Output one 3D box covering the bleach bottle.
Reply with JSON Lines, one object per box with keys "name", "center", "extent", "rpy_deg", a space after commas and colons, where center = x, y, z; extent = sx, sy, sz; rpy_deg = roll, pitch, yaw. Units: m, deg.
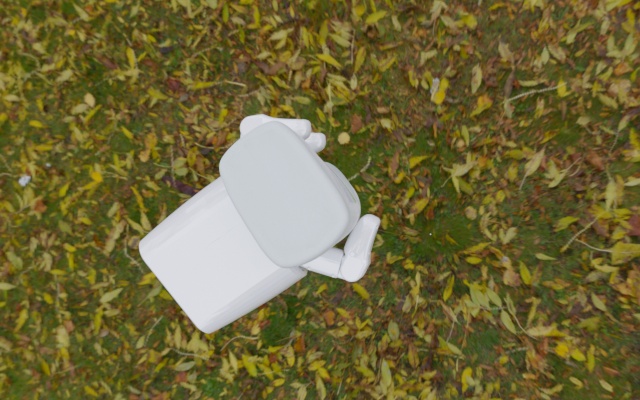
{"name": "bleach bottle", "center": [0.000, 0.001, 0.439], "extent": [0.068, 0.102, 0.251], "rpy_deg": [-36, -11, 9]}
